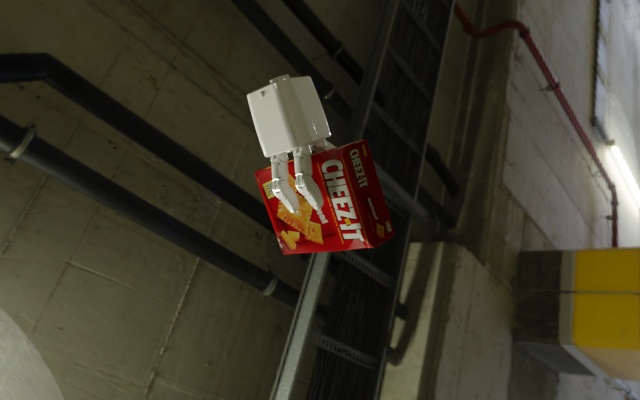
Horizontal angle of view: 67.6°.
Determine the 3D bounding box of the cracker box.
[{"bbox_3d":[0.000,0.003,0.808,0.214,0.164,0.072,-10,12,43],"label":"cracker box"}]
